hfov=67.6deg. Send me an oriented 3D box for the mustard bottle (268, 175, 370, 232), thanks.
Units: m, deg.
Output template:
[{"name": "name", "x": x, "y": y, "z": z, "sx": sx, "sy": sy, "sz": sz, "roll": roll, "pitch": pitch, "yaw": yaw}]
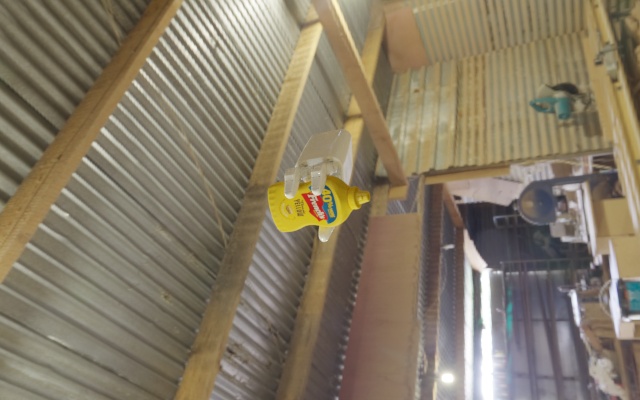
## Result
[{"name": "mustard bottle", "x": 0.000, "y": 0.003, "z": 0.889, "sx": 0.191, "sy": 0.096, "sz": 0.058, "roll": -7, "pitch": 13, "yaw": 25}]
